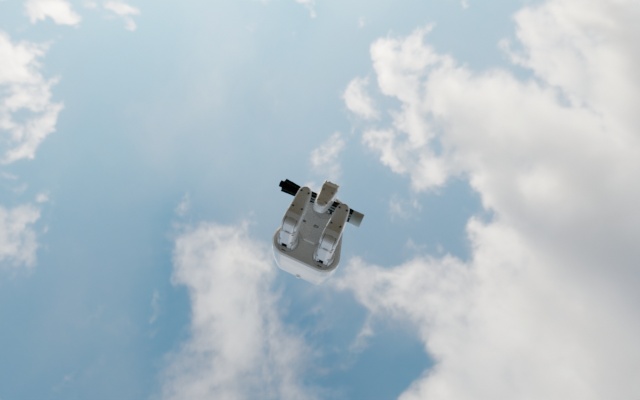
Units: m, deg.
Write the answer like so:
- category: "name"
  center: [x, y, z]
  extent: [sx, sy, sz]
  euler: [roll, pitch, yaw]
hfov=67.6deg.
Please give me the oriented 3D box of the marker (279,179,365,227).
- category: "marker"
  center: [0.000, 0.002, 0.636]
  extent: [0.121, 0.020, 0.020]
  euler: [25, 3, 6]
